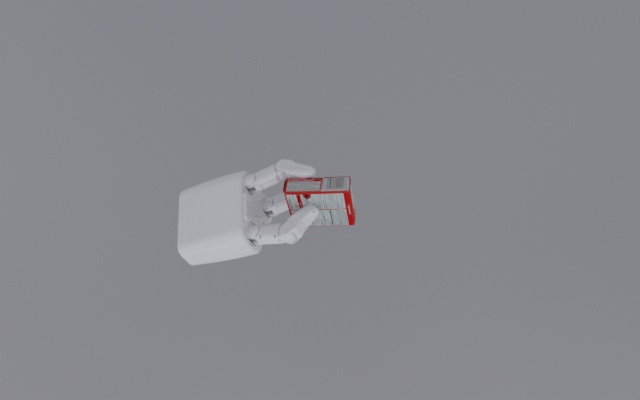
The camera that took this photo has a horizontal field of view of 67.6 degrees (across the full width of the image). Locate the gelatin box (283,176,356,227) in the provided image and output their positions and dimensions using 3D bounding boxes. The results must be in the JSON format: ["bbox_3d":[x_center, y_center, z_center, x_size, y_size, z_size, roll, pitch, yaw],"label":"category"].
[{"bbox_3d":[0.000,0.002,0.645,0.089,0.030,0.073,-1,-40,10],"label":"gelatin box"}]
